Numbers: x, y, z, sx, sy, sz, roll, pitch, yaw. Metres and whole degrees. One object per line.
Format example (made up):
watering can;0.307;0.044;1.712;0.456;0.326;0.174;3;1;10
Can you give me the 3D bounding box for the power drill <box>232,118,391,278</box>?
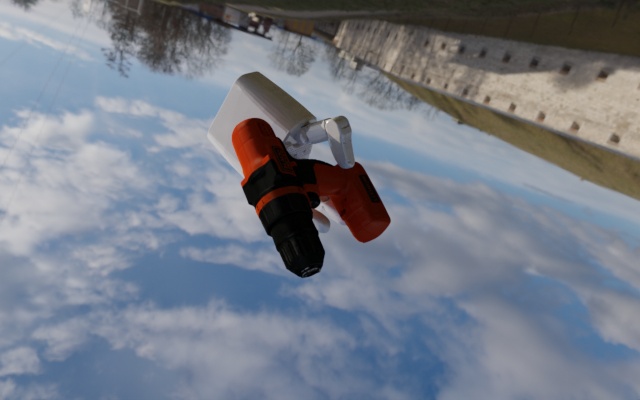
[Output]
power drill;0.000;0.002;0.527;0.057;0.184;0.188;-38;-30;27
